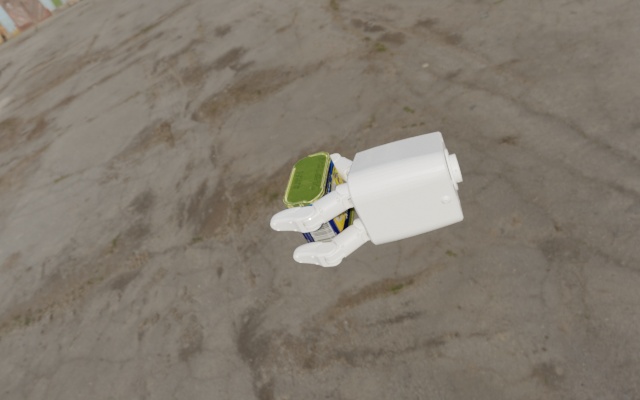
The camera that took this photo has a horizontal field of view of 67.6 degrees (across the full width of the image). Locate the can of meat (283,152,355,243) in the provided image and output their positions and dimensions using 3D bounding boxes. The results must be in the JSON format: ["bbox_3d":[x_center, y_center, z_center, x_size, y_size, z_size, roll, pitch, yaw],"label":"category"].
[{"bbox_3d":[0.000,0.002,0.592,0.057,0.084,0.102,-14,37,20],"label":"can of meat"}]
